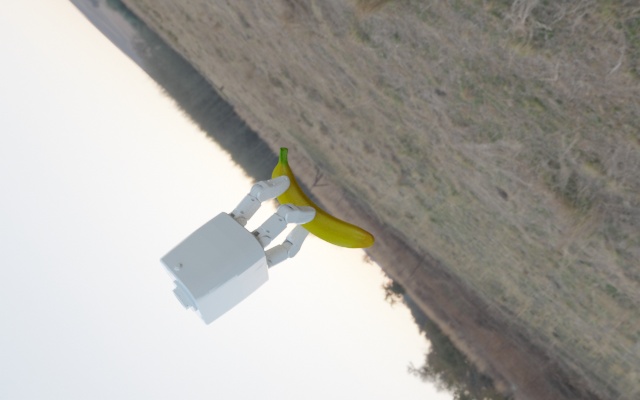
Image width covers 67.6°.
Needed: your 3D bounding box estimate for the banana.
[{"bbox_3d":[-0.010,0.012,0.683,0.037,0.197,0.070,-26,-25,-47],"label":"banana"}]
